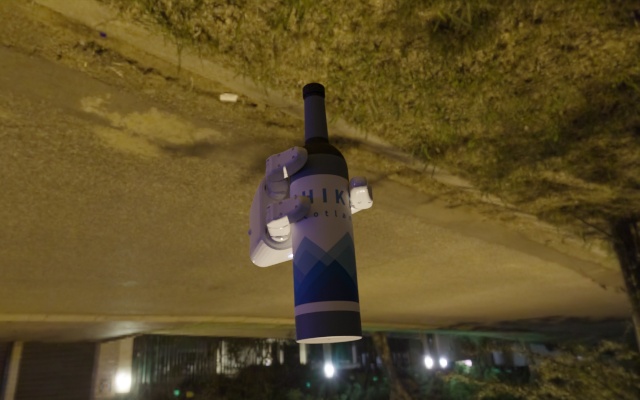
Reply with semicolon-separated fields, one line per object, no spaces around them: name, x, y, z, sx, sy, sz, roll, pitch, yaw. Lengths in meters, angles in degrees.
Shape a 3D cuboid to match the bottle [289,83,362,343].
bottle;0.000;0.002;0.527;0.069;0.295;0.069;-3;-21;-1
